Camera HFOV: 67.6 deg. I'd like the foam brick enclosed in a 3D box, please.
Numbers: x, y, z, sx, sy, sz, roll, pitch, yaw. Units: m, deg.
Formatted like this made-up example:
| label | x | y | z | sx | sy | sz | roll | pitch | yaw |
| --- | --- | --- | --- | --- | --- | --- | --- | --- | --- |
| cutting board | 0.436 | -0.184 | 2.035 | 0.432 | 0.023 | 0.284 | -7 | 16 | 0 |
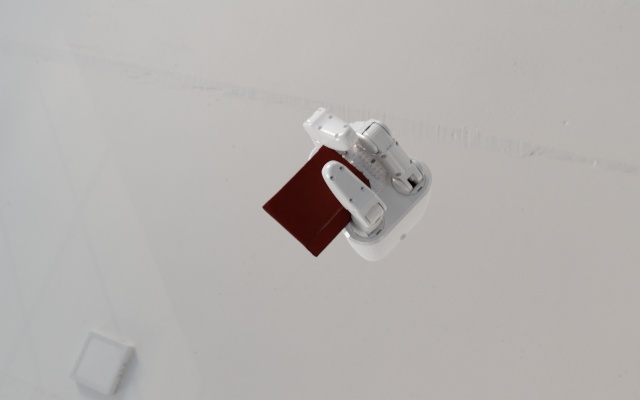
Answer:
| label | x | y | z | sx | sy | sz | roll | pitch | yaw |
| --- | --- | --- | --- | --- | --- | --- | --- | --- | --- |
| foam brick | 0.000 | 0.001 | 0.410 | 0.053 | 0.078 | 0.051 | 43 | -6 | 18 |
